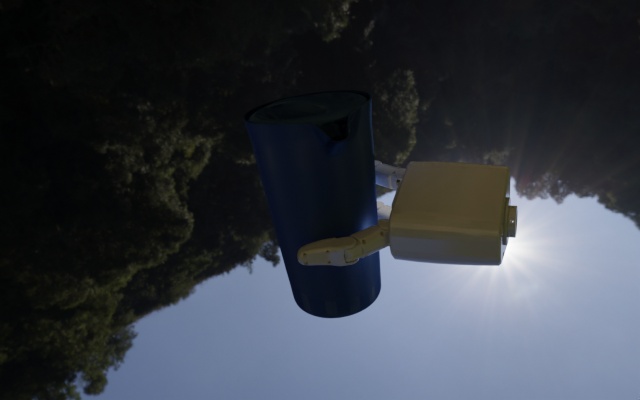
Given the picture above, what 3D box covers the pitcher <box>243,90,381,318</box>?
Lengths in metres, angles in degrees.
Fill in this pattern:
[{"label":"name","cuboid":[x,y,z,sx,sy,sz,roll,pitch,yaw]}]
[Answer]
[{"label":"pitcher","cuboid":[0.000,0.002,0.545,0.145,0.243,0.149,2,26,24]}]
